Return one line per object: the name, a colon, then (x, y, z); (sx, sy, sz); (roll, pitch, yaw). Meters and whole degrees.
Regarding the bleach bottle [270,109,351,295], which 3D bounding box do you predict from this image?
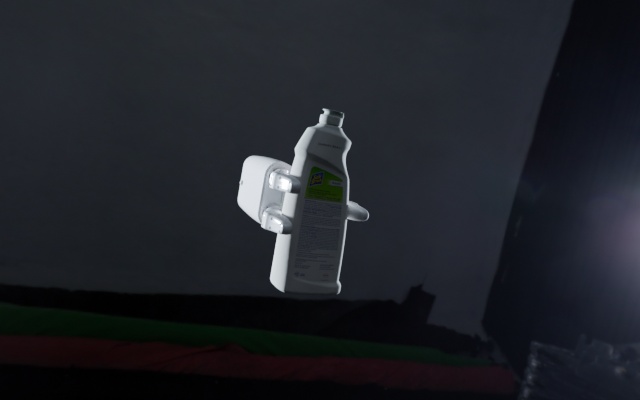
bleach bottle: (0.000, 0.002, 0.663); (0.102, 0.251, 0.068); (7, 8, -30)
